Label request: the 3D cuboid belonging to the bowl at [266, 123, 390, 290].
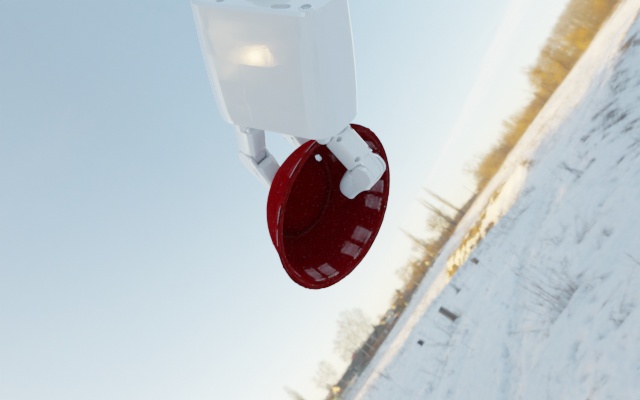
[{"bbox_3d":[0.000,0.003,0.466,0.055,0.162,0.162,19,12,39],"label":"bowl"}]
